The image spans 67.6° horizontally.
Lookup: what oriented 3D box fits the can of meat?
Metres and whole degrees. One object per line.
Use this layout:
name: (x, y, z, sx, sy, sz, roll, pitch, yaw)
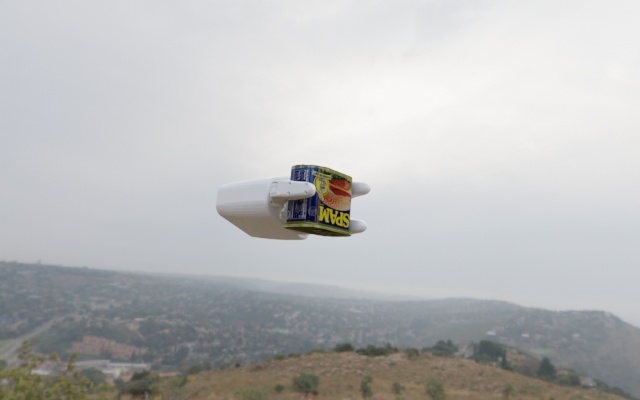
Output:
can of meat: (0.000, 0.002, 0.651, 0.057, 0.084, 0.102, -4, -13, 38)
